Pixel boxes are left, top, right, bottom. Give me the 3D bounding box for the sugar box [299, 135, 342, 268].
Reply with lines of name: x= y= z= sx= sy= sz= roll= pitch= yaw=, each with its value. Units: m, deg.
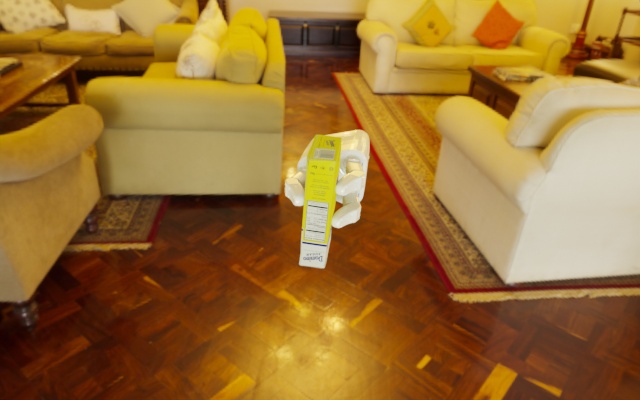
sugar box: x=0.001 y=0.002 z=0.706 sx=0.048 sy=0.176 sz=0.093 roll=6 pitch=29 yaw=5
